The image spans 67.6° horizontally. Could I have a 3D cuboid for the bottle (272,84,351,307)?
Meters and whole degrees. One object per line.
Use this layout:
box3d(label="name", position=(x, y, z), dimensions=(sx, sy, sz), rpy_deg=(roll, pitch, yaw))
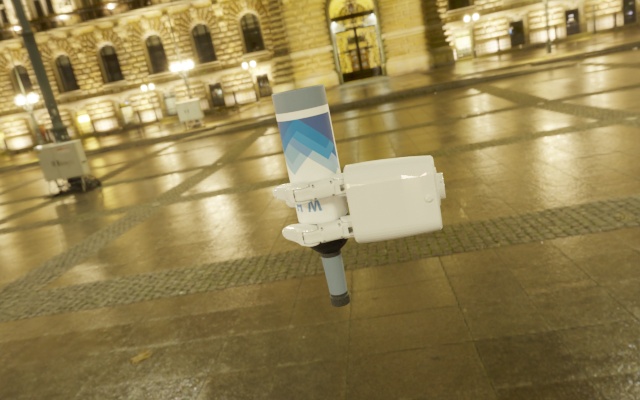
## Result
box3d(label="bottle", position=(0.000, 0.002, 0.627), dimensions=(0.069, 0.296, 0.069), rpy_deg=(-11, 15, 3))
